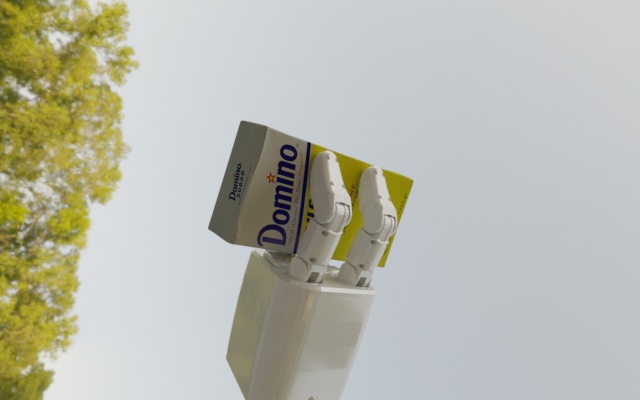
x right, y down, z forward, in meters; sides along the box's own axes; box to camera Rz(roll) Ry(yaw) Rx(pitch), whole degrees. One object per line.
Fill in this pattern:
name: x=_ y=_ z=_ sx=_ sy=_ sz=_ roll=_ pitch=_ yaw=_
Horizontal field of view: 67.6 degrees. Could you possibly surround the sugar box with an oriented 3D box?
sugar box: x=0.000 y=0.002 z=0.413 sx=0.176 sy=0.093 sz=0.048 roll=13 pitch=6 yaw=-43
